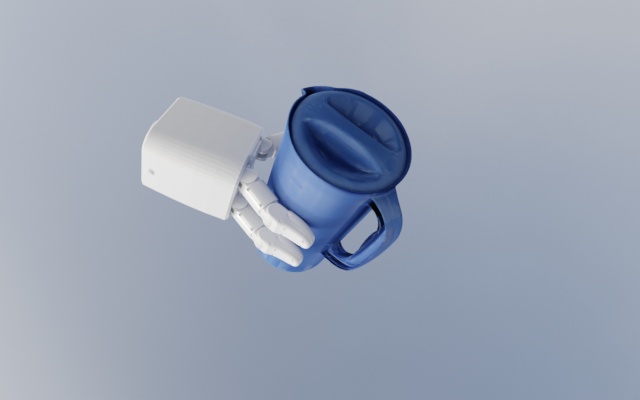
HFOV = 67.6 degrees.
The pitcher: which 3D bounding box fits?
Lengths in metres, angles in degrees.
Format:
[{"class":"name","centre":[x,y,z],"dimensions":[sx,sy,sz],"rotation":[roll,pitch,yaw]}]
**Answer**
[{"class":"pitcher","centre":[0.000,0.002,0.562],"dimensions":[0.145,0.149,0.243],"rotation":[21,-35,-8]}]
